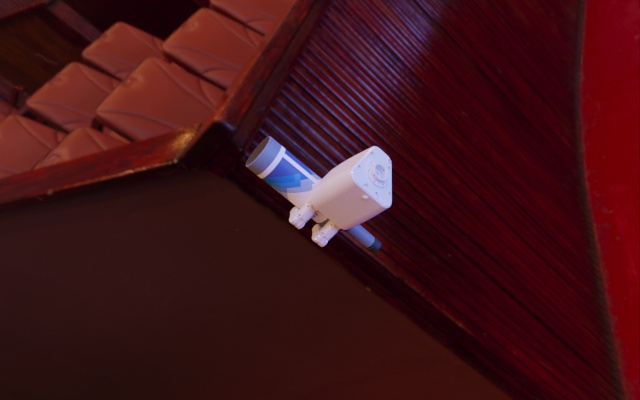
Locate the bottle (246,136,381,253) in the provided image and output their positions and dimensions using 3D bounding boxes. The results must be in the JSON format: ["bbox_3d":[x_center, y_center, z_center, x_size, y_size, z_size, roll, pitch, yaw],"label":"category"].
[{"bbox_3d":[0.000,0.003,0.867,0.296,0.069,0.069,39,-16,-20],"label":"bottle"}]
